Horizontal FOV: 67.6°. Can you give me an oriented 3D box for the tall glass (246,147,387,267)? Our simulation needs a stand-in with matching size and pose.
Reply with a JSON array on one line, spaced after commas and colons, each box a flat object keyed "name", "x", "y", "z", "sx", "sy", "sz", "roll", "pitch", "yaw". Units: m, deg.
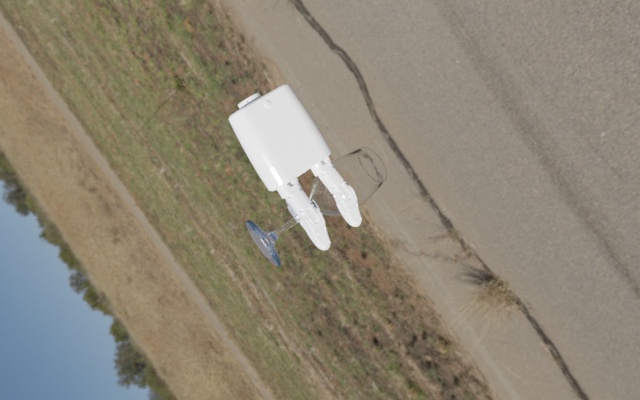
[{"name": "tall glass", "x": 0.000, "y": 0.003, "z": 0.660, "sx": 0.201, "sy": 0.079, "sz": 0.079, "roll": -35, "pitch": 14, "yaw": -21}]
